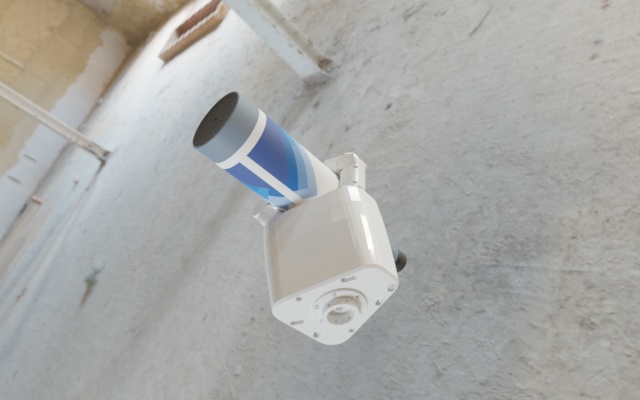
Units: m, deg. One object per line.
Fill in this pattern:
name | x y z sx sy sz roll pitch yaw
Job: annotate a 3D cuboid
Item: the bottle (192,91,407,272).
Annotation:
bottle | 0.000 0.001 0.519 0.296 0.069 0.069 38 -23 -33
